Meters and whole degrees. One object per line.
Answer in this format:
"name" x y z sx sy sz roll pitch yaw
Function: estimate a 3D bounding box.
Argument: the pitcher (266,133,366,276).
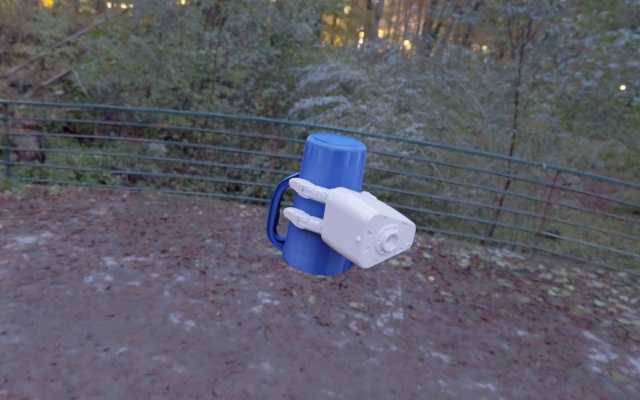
"pitcher" 0.000 0.003 0.879 0.149 0.243 0.145 -2 21 -31
